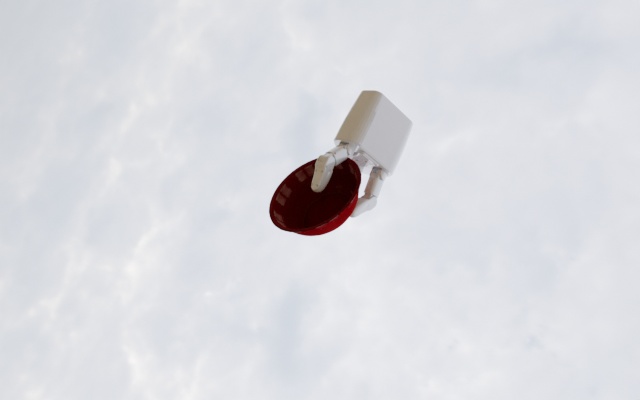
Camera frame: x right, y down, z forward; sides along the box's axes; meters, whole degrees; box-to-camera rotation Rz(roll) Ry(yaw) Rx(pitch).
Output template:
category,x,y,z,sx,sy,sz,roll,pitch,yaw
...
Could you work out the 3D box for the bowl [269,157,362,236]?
category,x,y,z,sx,sy,sz,roll,pitch,yaw
bowl,-0.001,0.004,0.765,0.162,0.162,0.055,0,-41,35
